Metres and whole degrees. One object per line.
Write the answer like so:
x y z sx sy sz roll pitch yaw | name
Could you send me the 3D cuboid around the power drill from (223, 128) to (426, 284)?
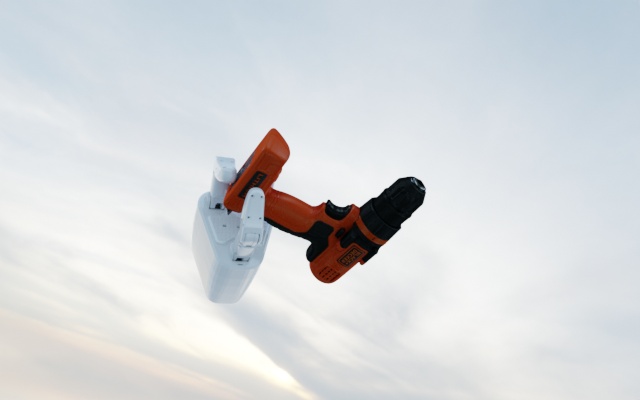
0.000 0.002 0.545 0.188 0.184 0.057 34 30 -16 | power drill
